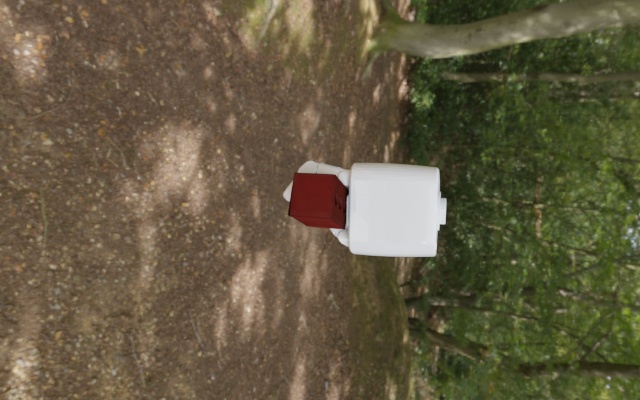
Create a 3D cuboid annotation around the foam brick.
[{"bbox_3d":[0.000,0.002,0.570,0.051,0.053,0.078,4,-11,16],"label":"foam brick"}]
